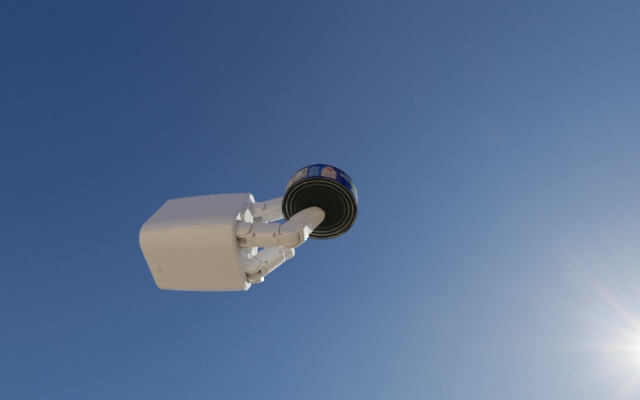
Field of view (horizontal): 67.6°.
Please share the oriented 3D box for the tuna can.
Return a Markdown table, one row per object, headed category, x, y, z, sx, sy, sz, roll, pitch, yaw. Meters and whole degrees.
| category | x | y | z | sx | sy | sz | roll | pitch | yaw |
| --- | --- | --- | --- | --- | --- | --- | --- | --- | --- |
| tuna can | 0.000 | 0.001 | 0.548 | 0.086 | 0.086 | 0.033 | 0 | 35 | 6 |
